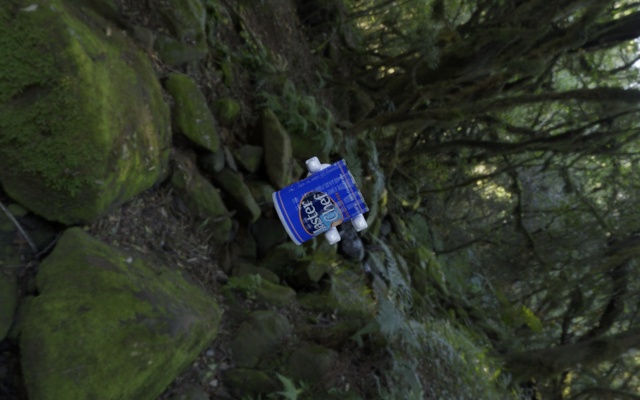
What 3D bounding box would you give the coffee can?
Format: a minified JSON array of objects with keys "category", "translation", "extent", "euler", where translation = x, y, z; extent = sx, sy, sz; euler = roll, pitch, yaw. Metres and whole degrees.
[{"category":"coffee can","translation":[0.000,0.003,0.840],"extent":[0.140,0.103,0.103],"euler":[-26,-2,5]}]
